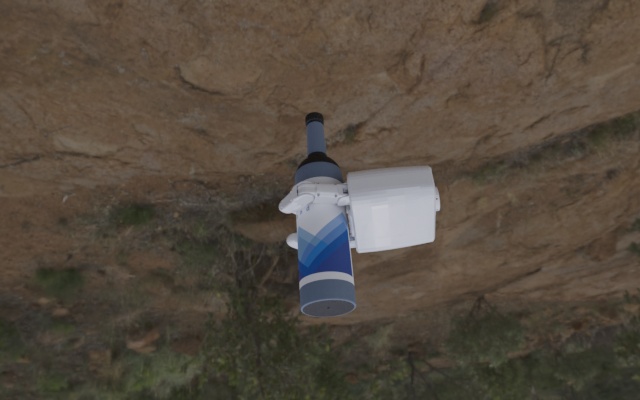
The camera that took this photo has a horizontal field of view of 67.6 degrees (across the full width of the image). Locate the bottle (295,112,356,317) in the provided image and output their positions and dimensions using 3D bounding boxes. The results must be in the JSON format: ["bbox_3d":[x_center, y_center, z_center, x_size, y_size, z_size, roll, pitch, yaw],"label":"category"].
[{"bbox_3d":[0.000,0.002,0.640,0.069,0.295,0.069,-3,-31,-2],"label":"bottle"}]
